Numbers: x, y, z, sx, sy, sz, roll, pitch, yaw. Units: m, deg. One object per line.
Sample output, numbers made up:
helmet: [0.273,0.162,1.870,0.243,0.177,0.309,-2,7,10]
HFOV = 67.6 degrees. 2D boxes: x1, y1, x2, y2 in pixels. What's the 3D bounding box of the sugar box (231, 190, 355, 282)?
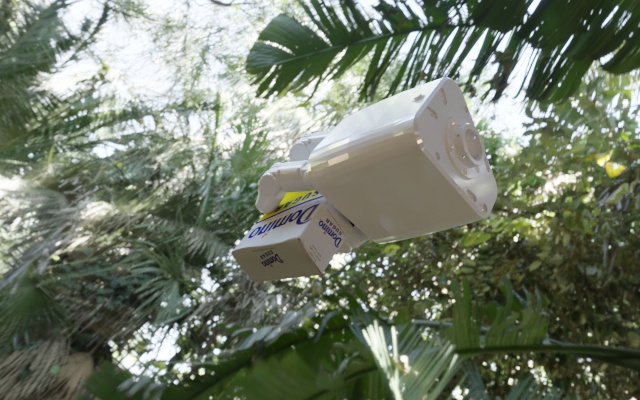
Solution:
sugar box: [0.000,0.001,0.465,0.093,0.048,0.176,-15,25,42]
